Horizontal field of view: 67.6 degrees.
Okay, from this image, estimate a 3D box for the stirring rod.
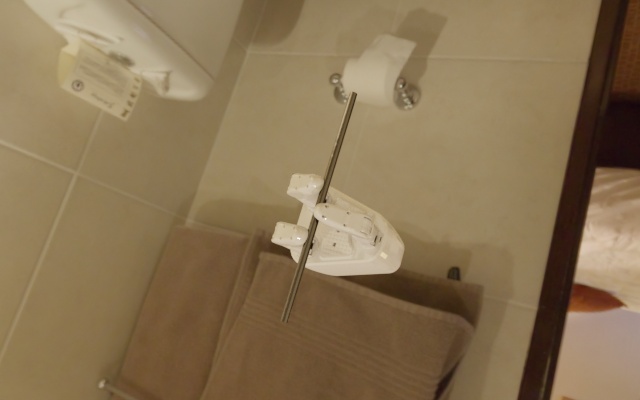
[{"bbox_3d":[0.000,0.001,0.473,0.011,0.239,0.011,16,-11,3],"label":"stirring rod"}]
